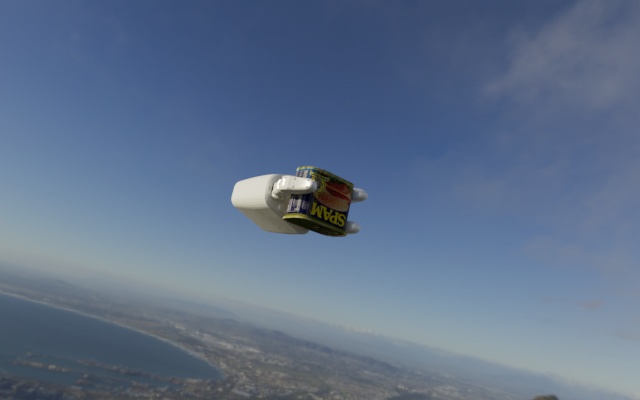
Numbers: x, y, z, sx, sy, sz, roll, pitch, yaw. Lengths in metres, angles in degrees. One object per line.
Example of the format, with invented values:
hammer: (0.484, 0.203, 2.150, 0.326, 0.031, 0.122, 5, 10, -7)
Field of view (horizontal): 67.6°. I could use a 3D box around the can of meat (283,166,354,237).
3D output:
can of meat: (0.000, 0.002, 0.739, 0.102, 0.084, 0.057, 23, -18, -36)
